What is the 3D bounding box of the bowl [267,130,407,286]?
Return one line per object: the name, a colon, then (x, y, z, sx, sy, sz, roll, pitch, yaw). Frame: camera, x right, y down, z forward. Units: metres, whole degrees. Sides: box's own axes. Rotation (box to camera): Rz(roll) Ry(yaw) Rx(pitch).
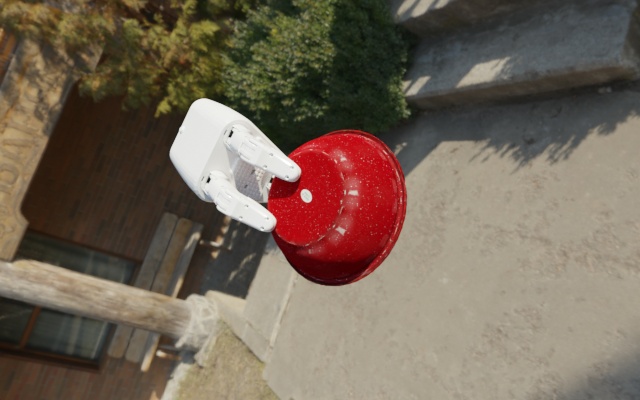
bowl: (0.001, 0.002, 0.466, 0.162, 0.162, 0.055, 0, -10, 36)
